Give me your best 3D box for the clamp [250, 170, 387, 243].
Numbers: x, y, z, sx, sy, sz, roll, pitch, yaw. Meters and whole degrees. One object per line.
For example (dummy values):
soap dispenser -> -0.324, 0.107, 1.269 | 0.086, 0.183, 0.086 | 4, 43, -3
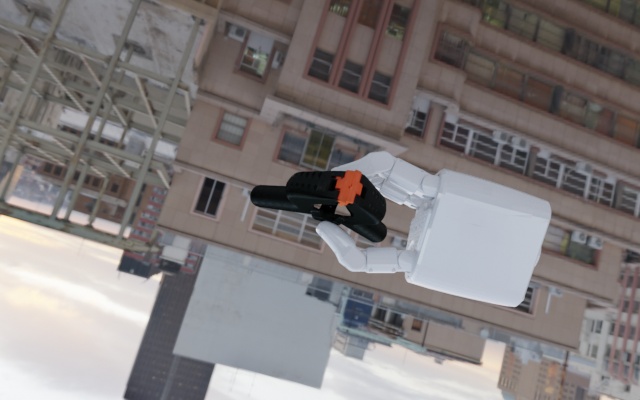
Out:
clamp -> 0.000, 0.002, 0.473 | 0.164, 0.036, 0.210 | 15, -10, 2
